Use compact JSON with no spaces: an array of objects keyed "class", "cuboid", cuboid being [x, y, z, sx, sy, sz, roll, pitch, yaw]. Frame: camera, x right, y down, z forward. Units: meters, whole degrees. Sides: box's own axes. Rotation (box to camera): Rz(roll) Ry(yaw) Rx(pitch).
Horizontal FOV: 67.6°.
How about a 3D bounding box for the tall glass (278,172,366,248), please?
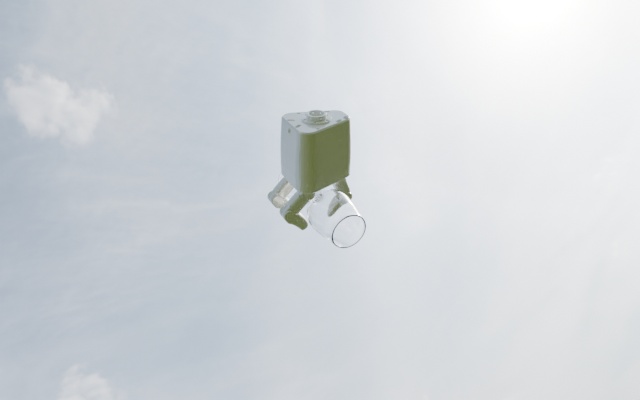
[{"class":"tall glass","cuboid":[0.000,0.002,0.824,0.079,0.079,0.201,0,28,-31]}]
